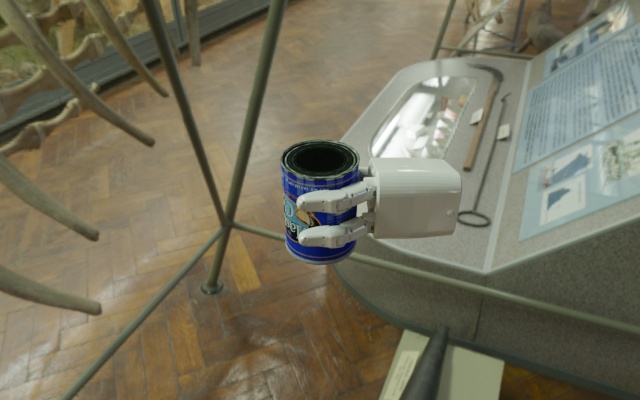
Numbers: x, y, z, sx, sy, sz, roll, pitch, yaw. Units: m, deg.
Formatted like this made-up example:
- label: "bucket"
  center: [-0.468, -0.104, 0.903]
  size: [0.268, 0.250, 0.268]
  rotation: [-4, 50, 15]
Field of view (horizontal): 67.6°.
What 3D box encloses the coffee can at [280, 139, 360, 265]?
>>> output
- label: "coffee can"
  center: [0.000, 0.002, 0.651]
  size: [0.103, 0.140, 0.102]
  rotation: [0, 35, 0]
